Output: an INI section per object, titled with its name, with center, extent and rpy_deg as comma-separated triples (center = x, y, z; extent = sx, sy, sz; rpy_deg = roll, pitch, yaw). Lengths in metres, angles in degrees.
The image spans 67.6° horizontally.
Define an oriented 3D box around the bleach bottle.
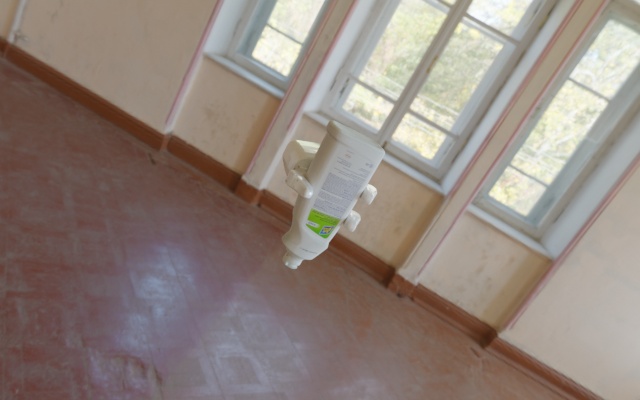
[bleach bottle]
center = 0.000, 0.003, 0.781
extent = 0.102, 0.251, 0.068
rpy_deg = 23, 19, -22
